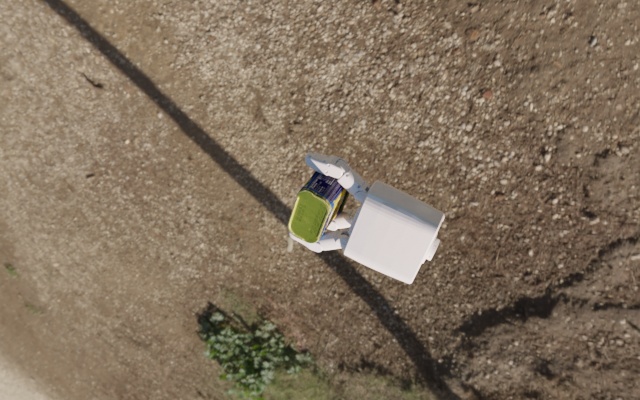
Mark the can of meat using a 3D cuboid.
[{"bbox_3d":[0.000,0.002,0.693,0.057,0.102,0.084,28,45,9],"label":"can of meat"}]
